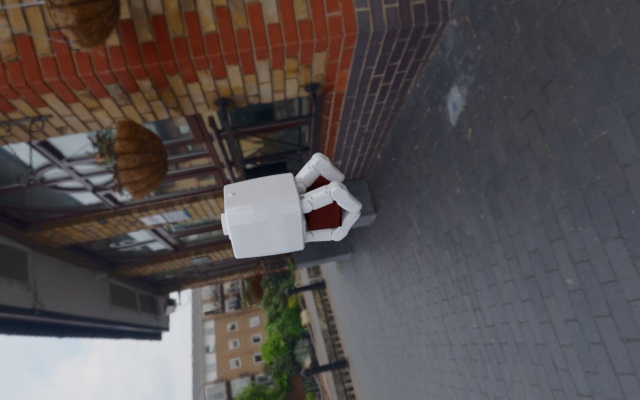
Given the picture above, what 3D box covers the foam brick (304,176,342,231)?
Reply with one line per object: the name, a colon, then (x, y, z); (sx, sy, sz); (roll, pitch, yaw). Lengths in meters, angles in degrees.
foam brick: (0.000, 0.002, 0.741); (0.051, 0.053, 0.078); (-7, 31, -8)
